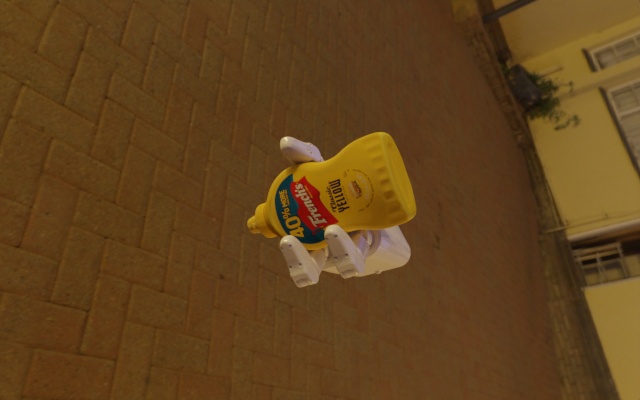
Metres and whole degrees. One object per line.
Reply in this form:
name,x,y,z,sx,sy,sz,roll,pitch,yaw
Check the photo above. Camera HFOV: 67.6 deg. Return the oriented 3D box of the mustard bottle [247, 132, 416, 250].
mustard bottle,0.000,0.002,0.522,0.191,0.096,0.058,-19,0,26
